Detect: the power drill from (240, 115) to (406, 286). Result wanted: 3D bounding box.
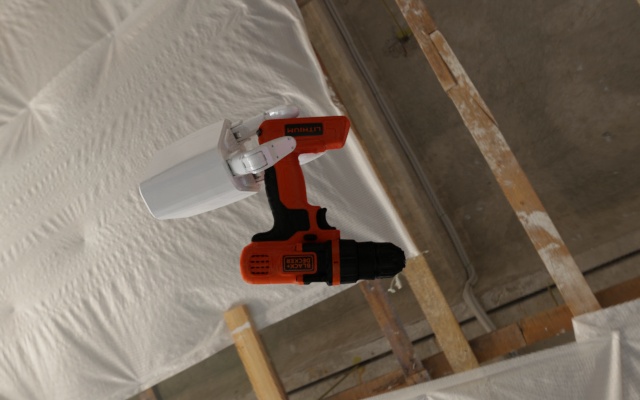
[{"bbox_3d":[0.000,0.001,0.538,0.184,0.187,0.057,-2,-7,-1],"label":"power drill"}]
